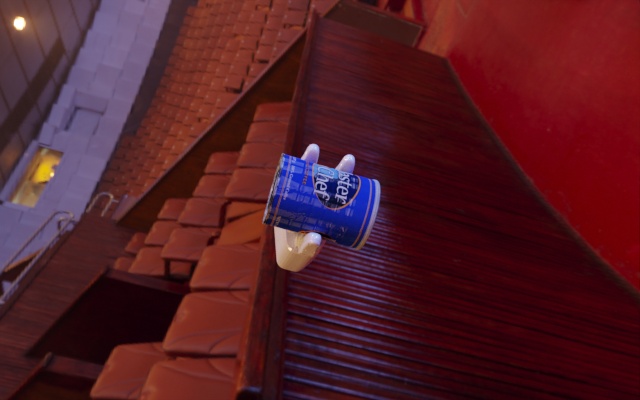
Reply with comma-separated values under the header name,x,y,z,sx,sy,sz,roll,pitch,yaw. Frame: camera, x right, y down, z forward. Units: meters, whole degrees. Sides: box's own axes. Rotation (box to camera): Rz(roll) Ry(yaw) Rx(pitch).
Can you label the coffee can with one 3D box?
name,x,y,z,sx,sy,sz,roll,pitch,yaw
coffee can,0.000,0.002,0.669,0.140,0.103,0.103,16,-2,-8
